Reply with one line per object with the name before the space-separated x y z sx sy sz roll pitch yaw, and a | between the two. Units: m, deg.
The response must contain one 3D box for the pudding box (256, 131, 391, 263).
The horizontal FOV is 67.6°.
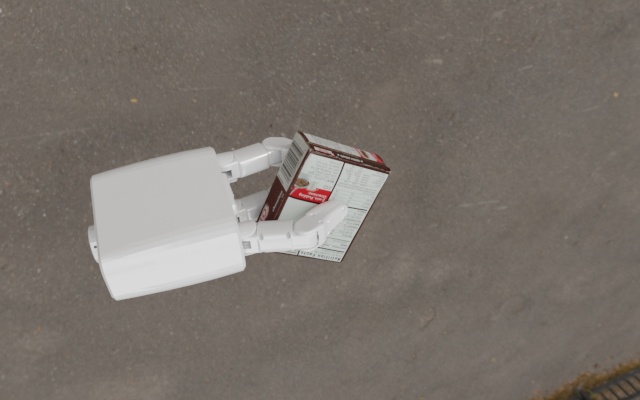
pudding box | 0.000 0.002 0.445 0.090 0.113 0.039 12 29 -30
